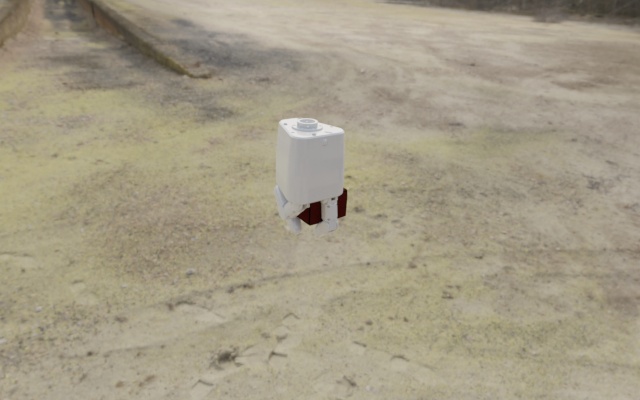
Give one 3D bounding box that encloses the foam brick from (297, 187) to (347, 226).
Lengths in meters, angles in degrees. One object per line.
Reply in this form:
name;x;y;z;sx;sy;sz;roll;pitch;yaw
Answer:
foam brick;0.000;0.003;0.811;0.078;0.051;0.053;-14;29;-32
